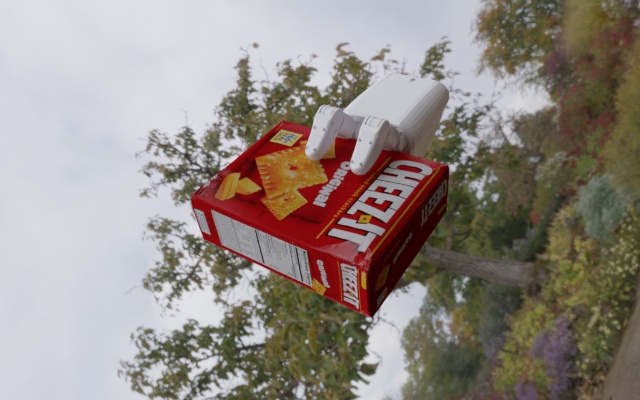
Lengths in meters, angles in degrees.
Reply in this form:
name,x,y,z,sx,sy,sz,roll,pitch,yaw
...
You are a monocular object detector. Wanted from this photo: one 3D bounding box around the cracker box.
name,x,y,z,sx,sy,sz,roll,pitch,yaw
cracker box,0.000,0.002,0.495,0.213,0.072,0.164,19,47,30
